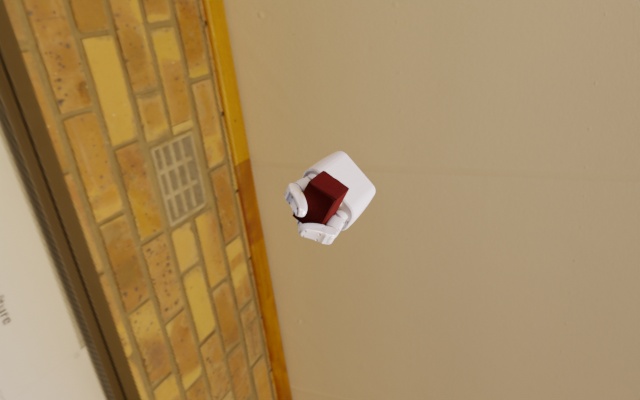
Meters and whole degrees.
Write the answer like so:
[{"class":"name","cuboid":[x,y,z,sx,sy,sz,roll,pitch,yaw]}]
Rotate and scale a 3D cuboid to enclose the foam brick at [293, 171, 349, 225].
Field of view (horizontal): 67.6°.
[{"class":"foam brick","cuboid":[0.000,0.002,0.755,0.053,0.078,0.051,36,38,11]}]
